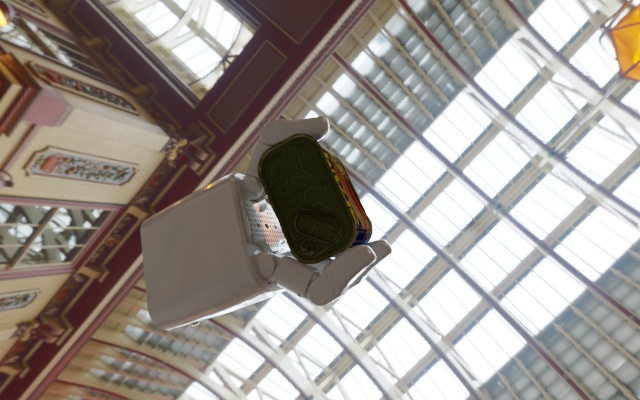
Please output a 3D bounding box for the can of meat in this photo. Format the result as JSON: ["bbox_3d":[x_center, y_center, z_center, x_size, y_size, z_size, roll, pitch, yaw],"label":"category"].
[{"bbox_3d":[0.000,0.001,0.414,0.057,0.102,0.084,-27,-12,14],"label":"can of meat"}]
